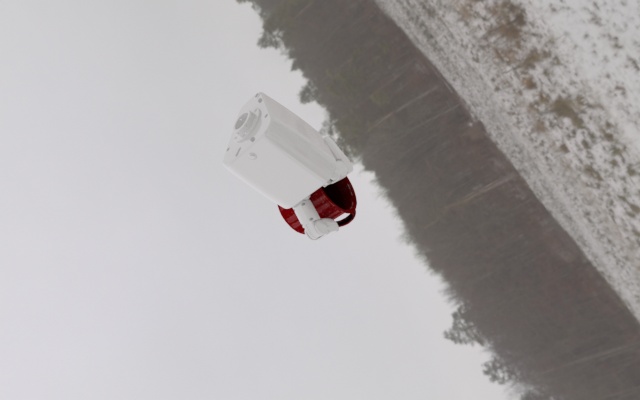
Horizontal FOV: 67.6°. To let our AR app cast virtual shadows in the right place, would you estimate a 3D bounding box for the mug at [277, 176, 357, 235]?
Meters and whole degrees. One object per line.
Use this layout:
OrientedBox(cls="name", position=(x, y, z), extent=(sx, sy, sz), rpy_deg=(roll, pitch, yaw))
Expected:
OrientedBox(cls="mug", position=(0.001, 0.003, 0.689), extent=(0.081, 0.093, 0.117), rpy_deg=(-34, -52, 29))
